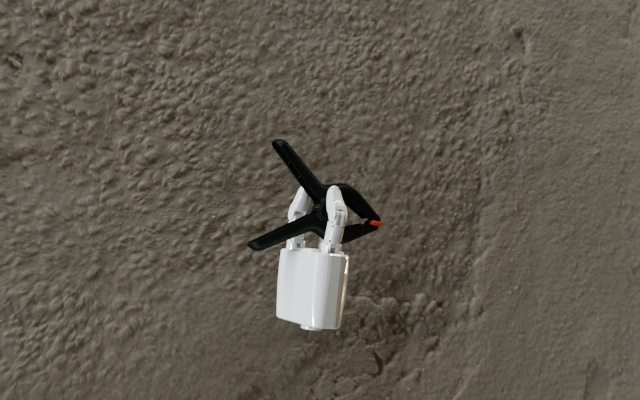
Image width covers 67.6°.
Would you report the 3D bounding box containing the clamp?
[{"bbox_3d":[0.001,0.003,0.721,0.210,0.164,0.036,9,-4,-24],"label":"clamp"}]
